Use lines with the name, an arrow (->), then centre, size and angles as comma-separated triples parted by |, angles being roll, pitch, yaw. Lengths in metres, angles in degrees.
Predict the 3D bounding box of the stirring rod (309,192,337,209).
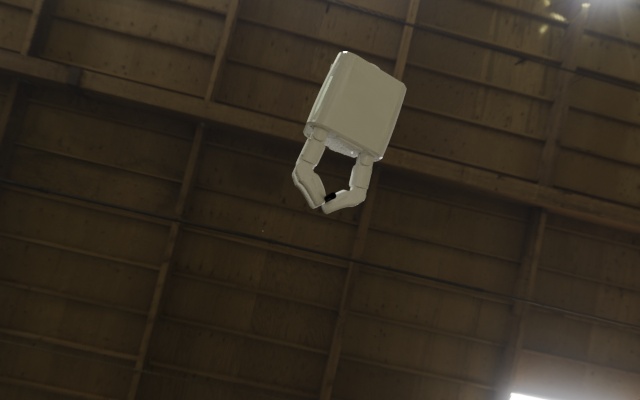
stirring rod -> 0.000, 0.002, 0.669 | 0.011, 0.011, 0.239 | 0, -4, -7
